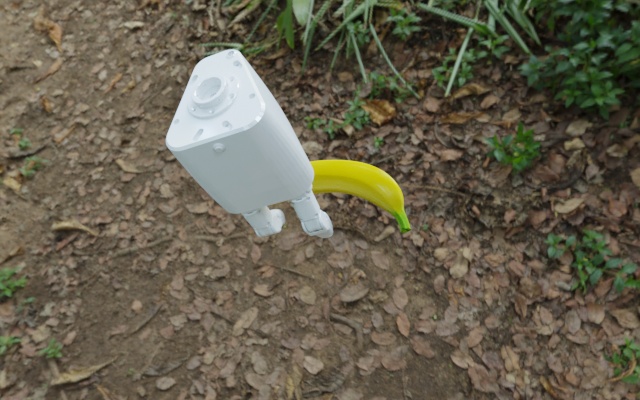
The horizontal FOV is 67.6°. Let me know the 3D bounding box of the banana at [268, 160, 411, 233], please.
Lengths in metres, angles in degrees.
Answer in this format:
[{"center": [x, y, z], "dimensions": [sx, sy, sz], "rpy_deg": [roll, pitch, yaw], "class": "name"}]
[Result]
[{"center": [0.009, -0.014, 0.536], "dimensions": [0.198, 0.069, 0.037], "rpy_deg": [8, -23, 24], "class": "banana"}]
